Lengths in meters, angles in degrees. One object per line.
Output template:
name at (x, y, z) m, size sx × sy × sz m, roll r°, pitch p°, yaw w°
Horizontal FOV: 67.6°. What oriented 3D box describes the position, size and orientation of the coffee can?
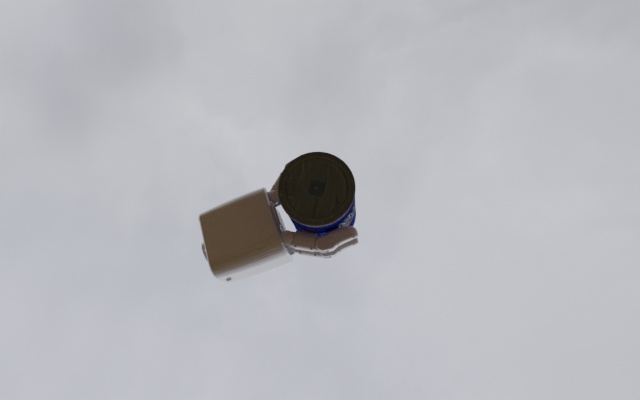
coffee can at (0.000, 0.002, 0.690) m, size 0.103 × 0.102 × 0.140 m, roll 0°, pitch -16°, yaw 5°
